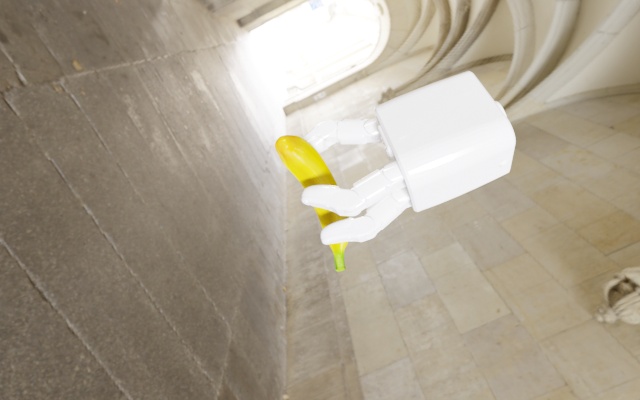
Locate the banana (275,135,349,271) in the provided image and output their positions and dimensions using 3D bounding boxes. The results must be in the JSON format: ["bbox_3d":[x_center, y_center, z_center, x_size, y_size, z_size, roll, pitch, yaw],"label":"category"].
[{"bbox_3d":[0.000,-0.008,0.523,0.037,0.198,0.069,-19,40,10],"label":"banana"}]
